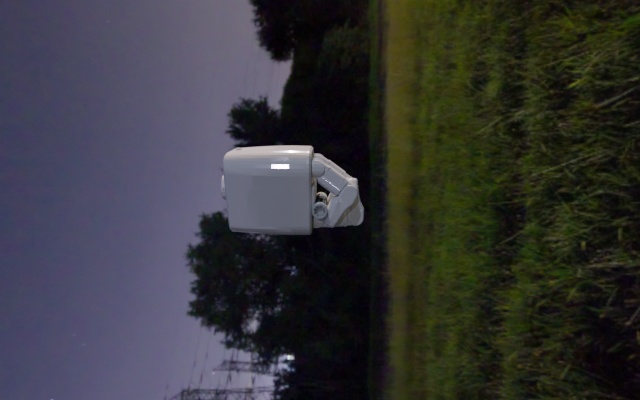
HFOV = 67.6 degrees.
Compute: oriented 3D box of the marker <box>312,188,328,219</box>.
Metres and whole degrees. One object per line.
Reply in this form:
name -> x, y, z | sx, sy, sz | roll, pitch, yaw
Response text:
marker -> 0.000, 0.002, 0.626 | 0.020, 0.020, 0.121 | 0, 11, 1
